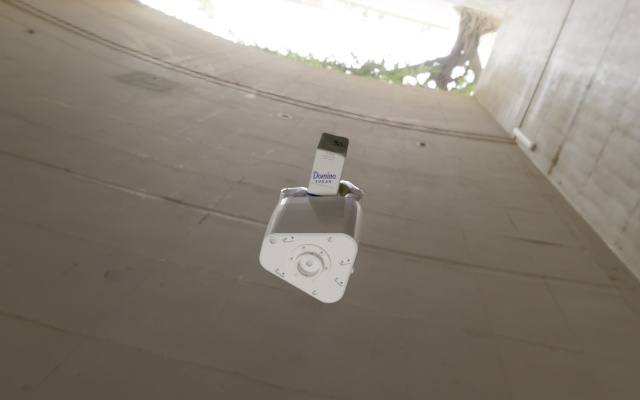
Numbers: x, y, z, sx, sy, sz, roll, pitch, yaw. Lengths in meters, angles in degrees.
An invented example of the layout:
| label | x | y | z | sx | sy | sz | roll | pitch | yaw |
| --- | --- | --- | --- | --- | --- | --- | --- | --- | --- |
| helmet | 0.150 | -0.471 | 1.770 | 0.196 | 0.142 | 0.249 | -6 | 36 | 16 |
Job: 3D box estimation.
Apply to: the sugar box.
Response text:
| label | x | y | z | sx | sy | sz | roll | pitch | yaw |
| --- | --- | --- | --- | --- | --- | --- | --- | --- | --- |
| sugar box | 0.001 | 0.002 | 0.668 | 0.048 | 0.176 | 0.093 | 15 | 22 | 0 |
